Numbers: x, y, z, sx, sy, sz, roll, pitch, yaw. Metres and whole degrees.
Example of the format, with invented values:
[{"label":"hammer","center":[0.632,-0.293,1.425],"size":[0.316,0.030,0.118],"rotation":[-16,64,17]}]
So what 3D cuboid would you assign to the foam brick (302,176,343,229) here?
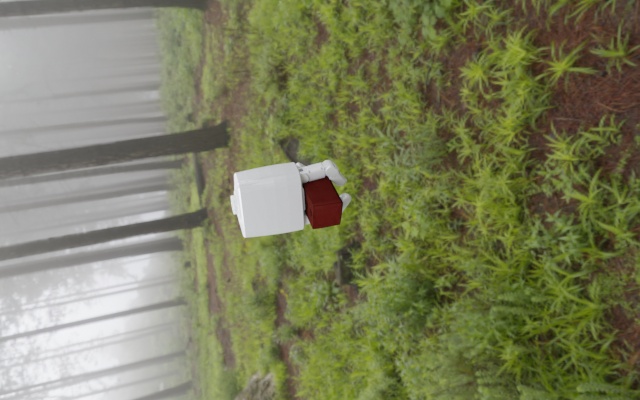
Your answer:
[{"label":"foam brick","center":[0.000,0.003,0.812],"size":[0.051,0.053,0.078],"rotation":[-9,40,-15]}]
